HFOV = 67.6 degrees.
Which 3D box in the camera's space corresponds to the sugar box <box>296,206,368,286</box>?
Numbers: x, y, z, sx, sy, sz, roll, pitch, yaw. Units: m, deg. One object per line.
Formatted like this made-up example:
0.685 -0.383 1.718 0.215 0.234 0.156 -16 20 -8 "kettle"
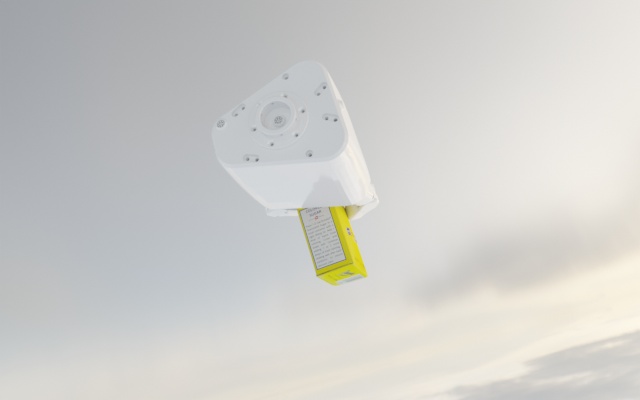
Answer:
0.001 0.002 0.527 0.048 0.176 0.093 -19 -20 8 "sugar box"
